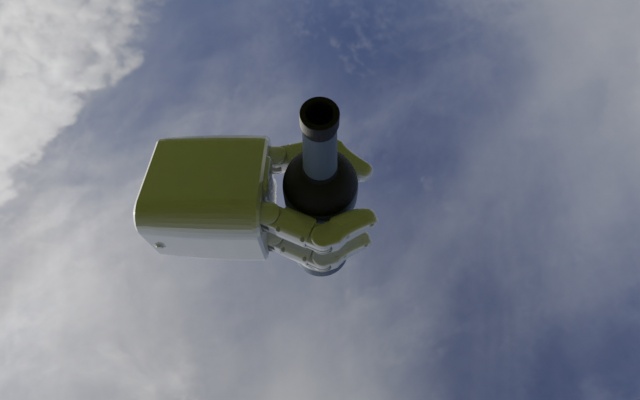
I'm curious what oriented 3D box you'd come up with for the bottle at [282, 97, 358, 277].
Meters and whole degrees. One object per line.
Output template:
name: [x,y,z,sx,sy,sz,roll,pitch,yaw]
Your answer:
bottle: [0.000,0.002,0.452,0.069,0.069,0.296,0,-24,0]
